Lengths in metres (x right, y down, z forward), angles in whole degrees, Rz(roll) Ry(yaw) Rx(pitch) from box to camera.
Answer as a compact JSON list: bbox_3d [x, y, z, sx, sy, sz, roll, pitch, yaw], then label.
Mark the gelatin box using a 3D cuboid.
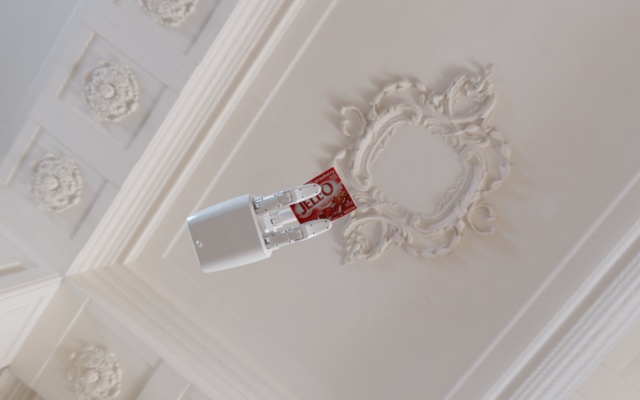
[{"bbox_3d":[0.000,0.002,0.723,0.089,0.073,0.030,-30,-1,3],"label":"gelatin box"}]
